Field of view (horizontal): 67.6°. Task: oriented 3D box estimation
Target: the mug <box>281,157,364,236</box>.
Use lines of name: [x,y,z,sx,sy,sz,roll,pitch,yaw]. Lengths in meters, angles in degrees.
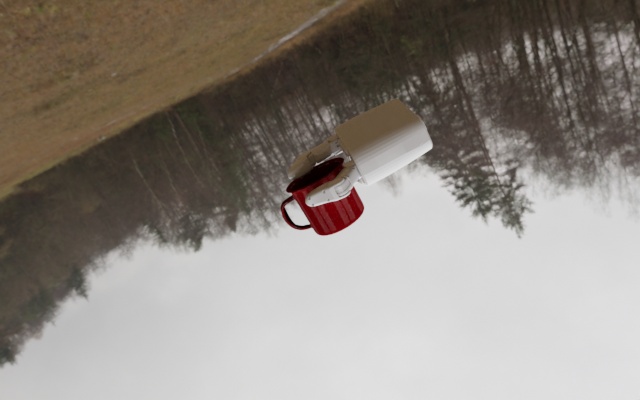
mug: [-0.001,0.003,0.683,0.117,0.081,0.093,-29,16,4]
